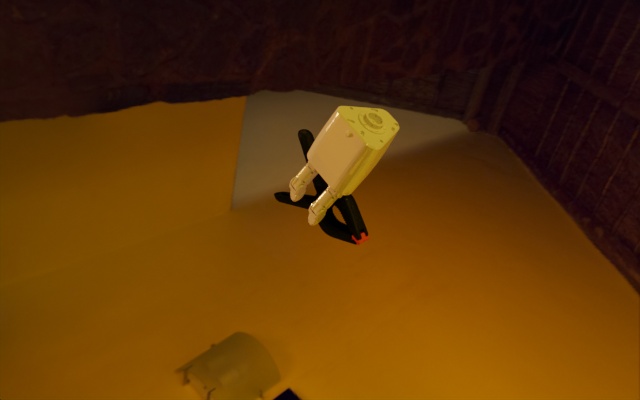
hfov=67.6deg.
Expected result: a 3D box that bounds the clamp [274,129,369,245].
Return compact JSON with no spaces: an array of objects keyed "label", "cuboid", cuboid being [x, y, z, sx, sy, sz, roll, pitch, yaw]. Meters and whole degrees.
[{"label":"clamp","cuboid":[0.001,0.003,0.829,0.036,0.210,0.165,-23,-23,-41]}]
